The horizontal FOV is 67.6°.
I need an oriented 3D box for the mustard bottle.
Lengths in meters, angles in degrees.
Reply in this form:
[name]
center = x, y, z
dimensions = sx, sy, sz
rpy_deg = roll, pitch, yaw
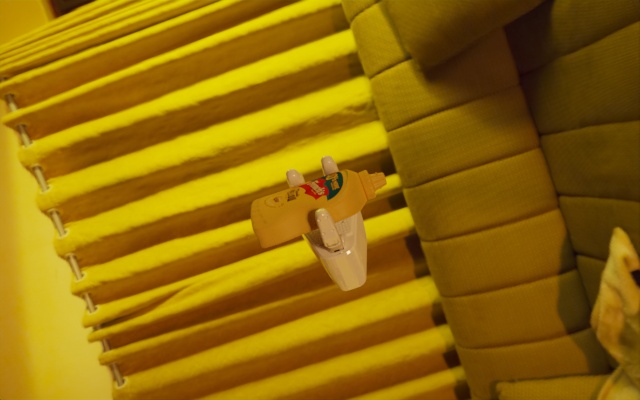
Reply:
[mustard bottle]
center = 0.000, 0.002, 0.669
dimensions = 0.191, 0.058, 0.096
rpy_deg = -19, 24, 4
